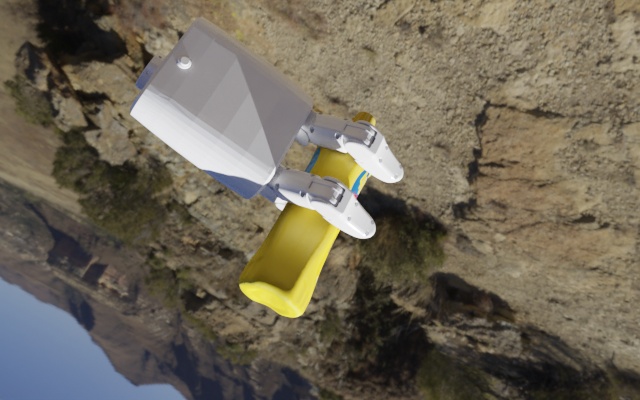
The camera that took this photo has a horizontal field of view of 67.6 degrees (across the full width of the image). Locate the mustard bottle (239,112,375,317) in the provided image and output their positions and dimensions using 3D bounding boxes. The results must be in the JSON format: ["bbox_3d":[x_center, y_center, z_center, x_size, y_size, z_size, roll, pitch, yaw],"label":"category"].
[{"bbox_3d":[0.000,0.002,0.410,0.058,0.191,0.096,27,-21,3],"label":"mustard bottle"}]
